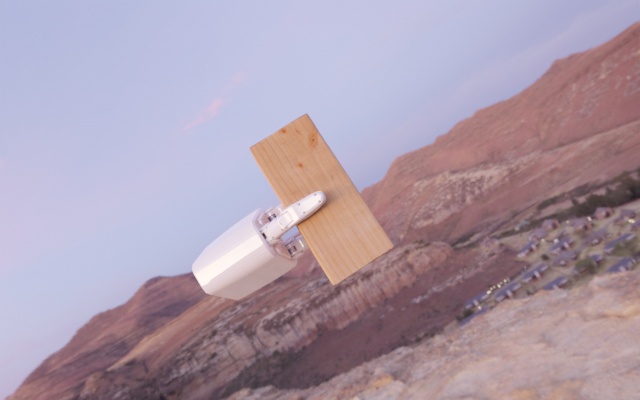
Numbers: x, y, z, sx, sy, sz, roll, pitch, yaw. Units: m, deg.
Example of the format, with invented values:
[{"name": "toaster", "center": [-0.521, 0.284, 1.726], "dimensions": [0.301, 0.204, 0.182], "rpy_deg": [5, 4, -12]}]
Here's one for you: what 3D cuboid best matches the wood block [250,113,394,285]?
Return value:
[{"name": "wood block", "center": [0.000, 0.002, 0.643], "dimensions": [0.090, 0.206, 0.091], "rpy_deg": [-32, -7, -6]}]
